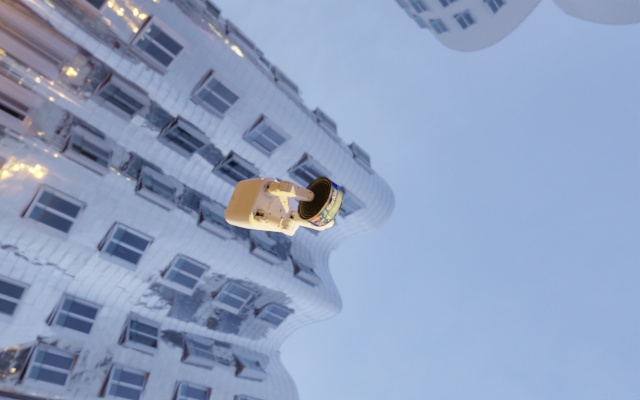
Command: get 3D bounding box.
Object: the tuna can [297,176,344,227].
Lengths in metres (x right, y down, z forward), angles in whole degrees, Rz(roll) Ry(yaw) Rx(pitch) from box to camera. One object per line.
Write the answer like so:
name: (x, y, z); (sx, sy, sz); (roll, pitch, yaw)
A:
tuna can: (0.001, 0.003, 0.837); (0.034, 0.086, 0.086); (32, -18, -32)
